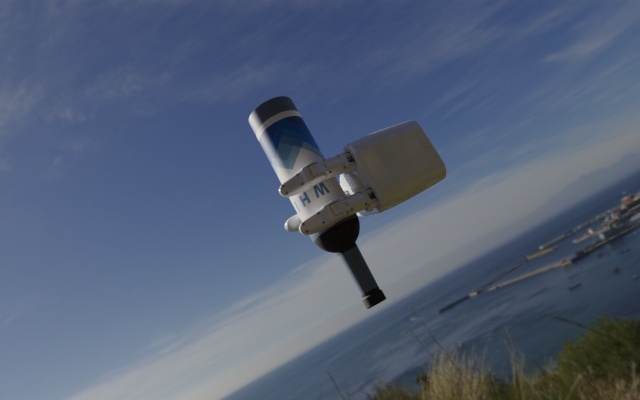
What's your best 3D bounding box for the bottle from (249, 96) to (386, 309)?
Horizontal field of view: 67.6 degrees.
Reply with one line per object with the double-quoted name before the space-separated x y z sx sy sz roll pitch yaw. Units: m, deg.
"bottle" 0.000 0.002 0.620 0.069 0.295 0.069 -27 -15 -8
